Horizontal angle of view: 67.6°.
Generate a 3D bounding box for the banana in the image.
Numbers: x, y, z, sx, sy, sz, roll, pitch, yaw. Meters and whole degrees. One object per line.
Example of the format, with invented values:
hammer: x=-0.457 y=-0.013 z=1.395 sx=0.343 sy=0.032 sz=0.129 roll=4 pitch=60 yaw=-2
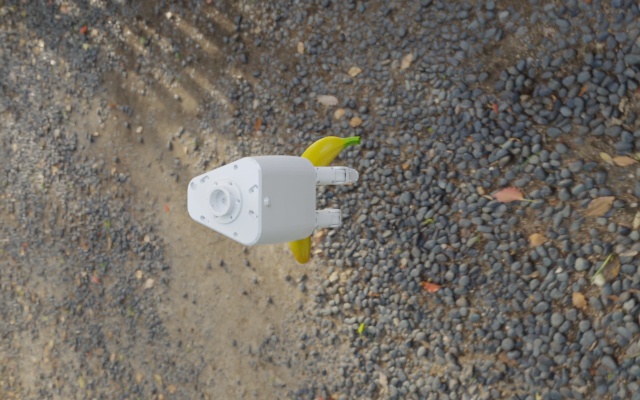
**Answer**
banana: x=-0.014 y=-0.009 z=0.664 sx=0.069 sy=0.198 sz=0.037 roll=27 pitch=14 yaw=18
